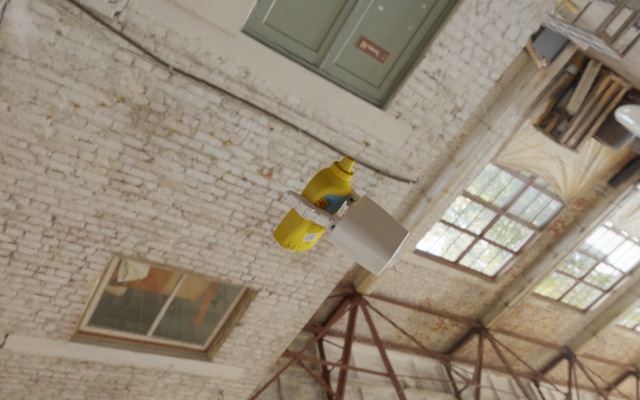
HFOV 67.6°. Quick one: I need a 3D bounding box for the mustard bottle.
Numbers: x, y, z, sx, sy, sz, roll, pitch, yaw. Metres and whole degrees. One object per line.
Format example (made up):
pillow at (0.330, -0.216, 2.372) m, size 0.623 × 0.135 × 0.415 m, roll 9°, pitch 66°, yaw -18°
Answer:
mustard bottle at (0.000, 0.003, 0.831) m, size 0.096 × 0.192 × 0.058 m, roll 4°, pitch 38°, yaw -51°
